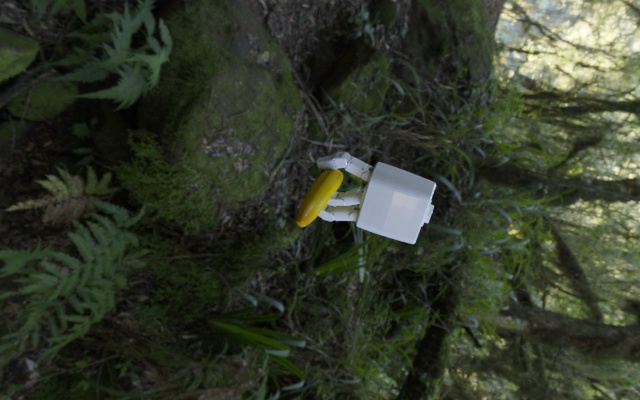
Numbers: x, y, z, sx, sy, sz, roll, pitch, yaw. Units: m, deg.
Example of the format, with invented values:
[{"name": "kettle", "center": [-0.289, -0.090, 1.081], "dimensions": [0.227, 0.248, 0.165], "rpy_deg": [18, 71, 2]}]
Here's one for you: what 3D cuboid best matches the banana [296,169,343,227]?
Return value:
[{"name": "banana", "center": [0.007, -0.015, 0.807], "dimensions": [0.037, 0.070, 0.197], "rpy_deg": [22, 21, 8]}]
